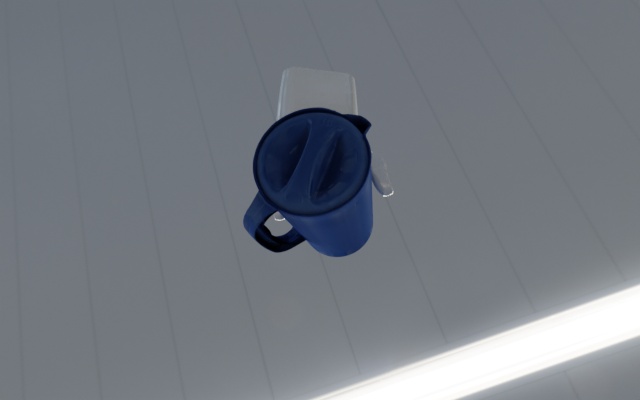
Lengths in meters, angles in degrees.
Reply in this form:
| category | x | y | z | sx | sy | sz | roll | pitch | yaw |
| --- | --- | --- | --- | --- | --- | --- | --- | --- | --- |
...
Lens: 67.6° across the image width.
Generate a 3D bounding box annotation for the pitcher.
| category | x | y | z | sx | sy | sz | roll | pitch | yaw |
| --- | --- | --- | --- | --- | --- | --- | --- | --- | --- |
| pitcher | 0.000 | 0.002 | 0.628 | 0.149 | 0.145 | 0.243 | -1 | -21 | 10 |
